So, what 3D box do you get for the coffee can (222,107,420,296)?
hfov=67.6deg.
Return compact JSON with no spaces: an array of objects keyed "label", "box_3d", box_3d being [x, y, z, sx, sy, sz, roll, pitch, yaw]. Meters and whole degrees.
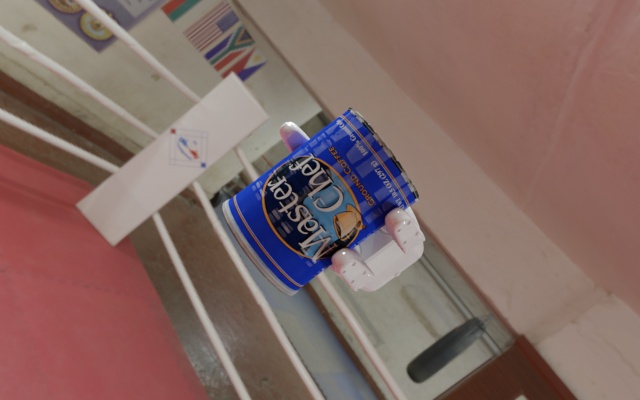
[{"label":"coffee can","box_3d":[0.000,0.001,0.423,0.140,0.103,0.103,-37,-2,2]}]
